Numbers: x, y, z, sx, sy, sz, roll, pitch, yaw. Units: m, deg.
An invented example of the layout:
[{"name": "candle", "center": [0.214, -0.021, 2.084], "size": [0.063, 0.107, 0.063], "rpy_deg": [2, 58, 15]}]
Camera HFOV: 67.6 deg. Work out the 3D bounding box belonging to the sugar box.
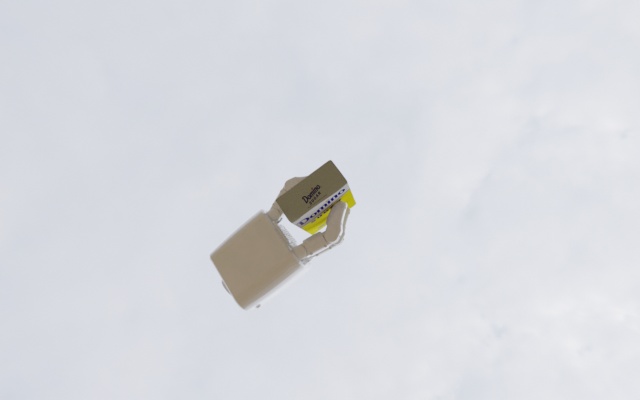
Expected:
[{"name": "sugar box", "center": [0.000, 0.003, 0.697], "size": [0.093, 0.048, 0.176], "rpy_deg": [-36, -10, 2]}]
